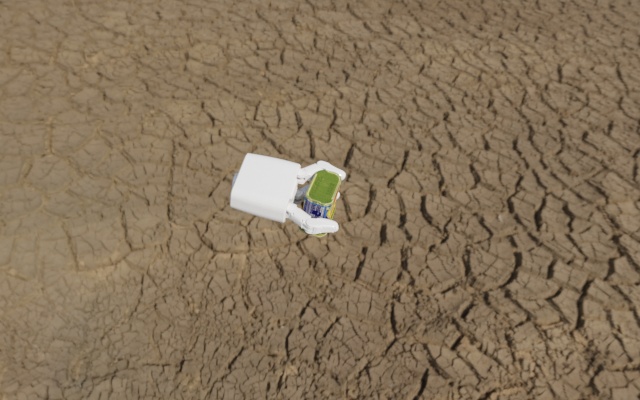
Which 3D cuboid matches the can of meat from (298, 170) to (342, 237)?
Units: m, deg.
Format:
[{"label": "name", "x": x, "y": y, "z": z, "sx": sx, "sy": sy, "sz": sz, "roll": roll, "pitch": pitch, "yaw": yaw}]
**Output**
[{"label": "can of meat", "x": 0.000, "y": 0.003, "z": 0.899, "sx": 0.057, "sy": 0.084, "sz": 0.102, "roll": 17, "pitch": 42, "yaw": 5}]
